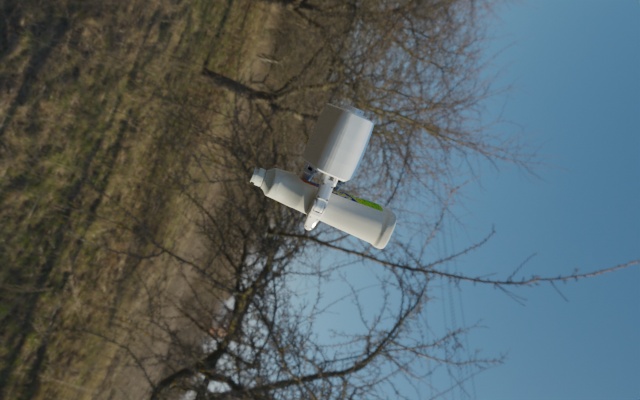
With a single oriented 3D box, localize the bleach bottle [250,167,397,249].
[{"bbox_3d":[0.000,0.003,0.827,0.251,0.068,0.102,21,9,-9],"label":"bleach bottle"}]
